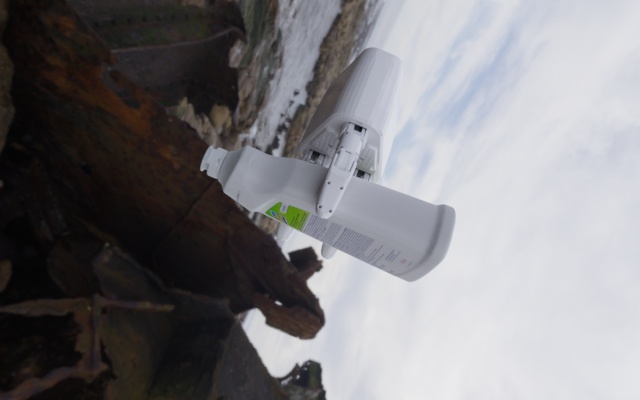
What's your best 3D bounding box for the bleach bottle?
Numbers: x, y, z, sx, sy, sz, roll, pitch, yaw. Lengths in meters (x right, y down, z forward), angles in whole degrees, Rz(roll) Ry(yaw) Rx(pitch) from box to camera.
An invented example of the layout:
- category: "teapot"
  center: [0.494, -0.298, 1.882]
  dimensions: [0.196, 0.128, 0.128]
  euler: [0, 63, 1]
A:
- category: "bleach bottle"
  center: [0.000, 0.002, 0.486]
  dimensions: [0.251, 0.068, 0.103]
  euler: [23, -29, -2]
